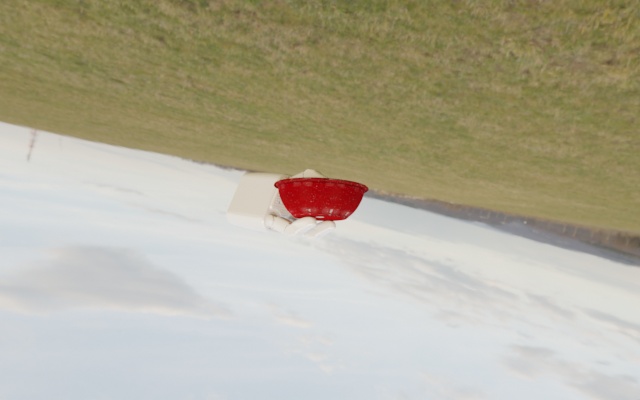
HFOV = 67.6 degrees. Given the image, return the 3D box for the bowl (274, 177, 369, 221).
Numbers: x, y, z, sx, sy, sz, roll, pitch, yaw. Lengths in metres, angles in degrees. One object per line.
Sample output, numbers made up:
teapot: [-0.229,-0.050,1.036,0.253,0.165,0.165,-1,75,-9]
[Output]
bowl: [0.001,0.003,0.807,0.162,0.055,0.162,2,-9,0]
